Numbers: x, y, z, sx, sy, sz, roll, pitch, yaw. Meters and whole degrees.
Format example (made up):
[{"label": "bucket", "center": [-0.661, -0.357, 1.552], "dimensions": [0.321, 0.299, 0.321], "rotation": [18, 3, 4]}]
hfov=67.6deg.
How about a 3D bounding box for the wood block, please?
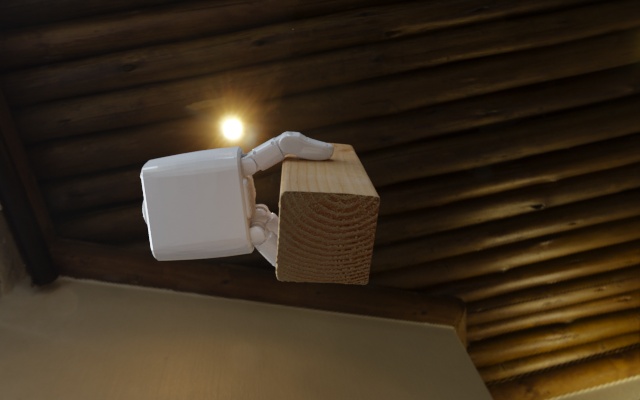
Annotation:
[{"label": "wood block", "center": [0.000, 0.001, 0.528], "dimensions": [0.090, 0.091, 0.206], "rotation": [3, 19, -5]}]
